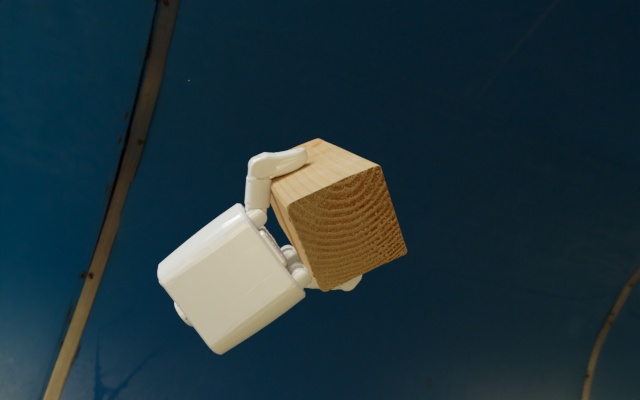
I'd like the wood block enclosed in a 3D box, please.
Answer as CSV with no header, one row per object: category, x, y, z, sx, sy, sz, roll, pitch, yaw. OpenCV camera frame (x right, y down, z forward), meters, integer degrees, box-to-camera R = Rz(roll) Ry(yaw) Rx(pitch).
wood block,0.000,0.002,0.508,0.090,0.091,0.206,-24,19,-8
